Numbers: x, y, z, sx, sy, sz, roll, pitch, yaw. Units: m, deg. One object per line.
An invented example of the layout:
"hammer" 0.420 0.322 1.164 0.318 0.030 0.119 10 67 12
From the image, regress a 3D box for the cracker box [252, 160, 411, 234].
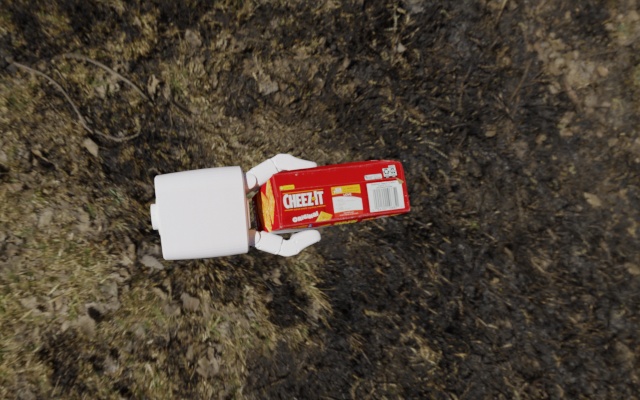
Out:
"cracker box" 0.000 0.002 0.653 0.164 0.072 0.214 -7 -4 -15
